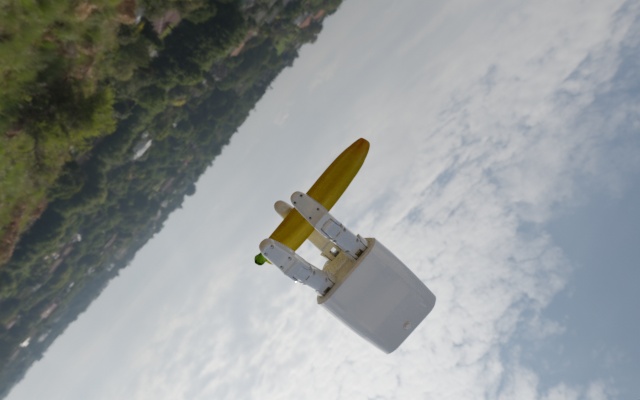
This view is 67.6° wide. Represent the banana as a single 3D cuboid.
[{"bbox_3d":[-0.007,0.008,0.562,0.037,0.197,0.069,41,-19,-5],"label":"banana"}]
